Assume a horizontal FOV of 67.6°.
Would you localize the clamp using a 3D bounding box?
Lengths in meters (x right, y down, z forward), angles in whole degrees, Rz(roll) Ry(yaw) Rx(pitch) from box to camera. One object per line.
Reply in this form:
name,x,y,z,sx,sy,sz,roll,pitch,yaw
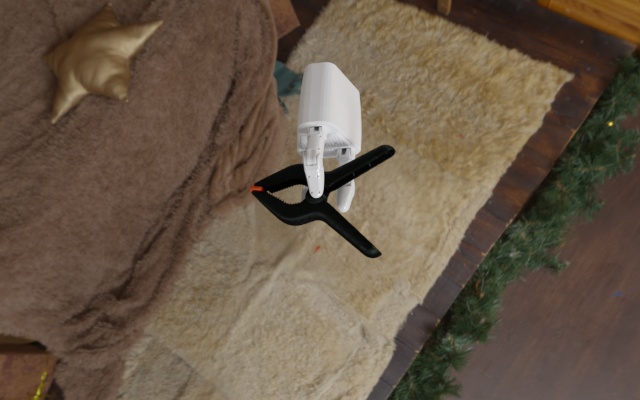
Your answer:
clamp,-0.001,0.002,0.672,0.210,0.164,0.036,-3,-24,14
